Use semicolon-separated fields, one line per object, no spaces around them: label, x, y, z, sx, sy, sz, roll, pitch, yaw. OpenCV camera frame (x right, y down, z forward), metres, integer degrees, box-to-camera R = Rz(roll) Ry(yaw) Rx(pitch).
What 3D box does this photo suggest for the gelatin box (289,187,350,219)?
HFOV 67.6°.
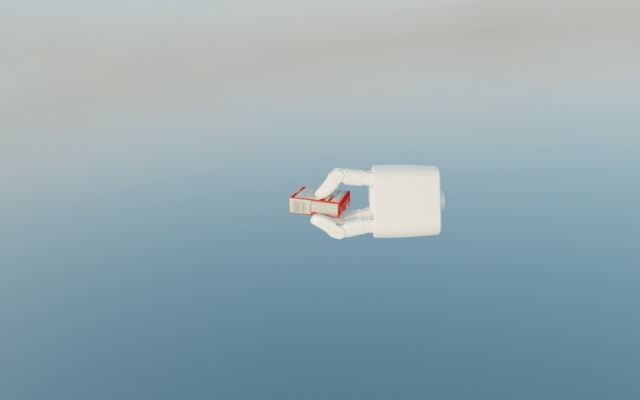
gelatin box;0.000;0.002;0.810;0.089;0.030;0.073;7;19;15
